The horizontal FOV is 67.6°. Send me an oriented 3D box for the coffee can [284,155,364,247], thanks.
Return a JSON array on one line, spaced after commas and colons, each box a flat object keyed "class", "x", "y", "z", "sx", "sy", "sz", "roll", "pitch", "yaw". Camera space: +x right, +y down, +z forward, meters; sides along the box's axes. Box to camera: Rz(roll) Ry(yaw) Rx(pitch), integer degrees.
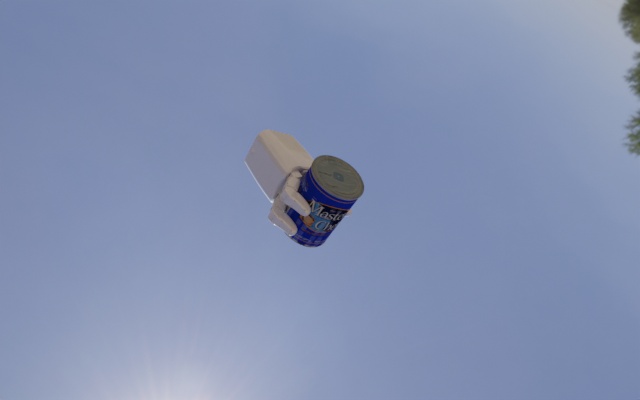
[{"class": "coffee can", "x": 0.000, "y": 0.003, "z": 0.865, "sx": 0.103, "sy": 0.102, "sz": 0.140, "roll": 0, "pitch": -41, "yaw": -37}]
